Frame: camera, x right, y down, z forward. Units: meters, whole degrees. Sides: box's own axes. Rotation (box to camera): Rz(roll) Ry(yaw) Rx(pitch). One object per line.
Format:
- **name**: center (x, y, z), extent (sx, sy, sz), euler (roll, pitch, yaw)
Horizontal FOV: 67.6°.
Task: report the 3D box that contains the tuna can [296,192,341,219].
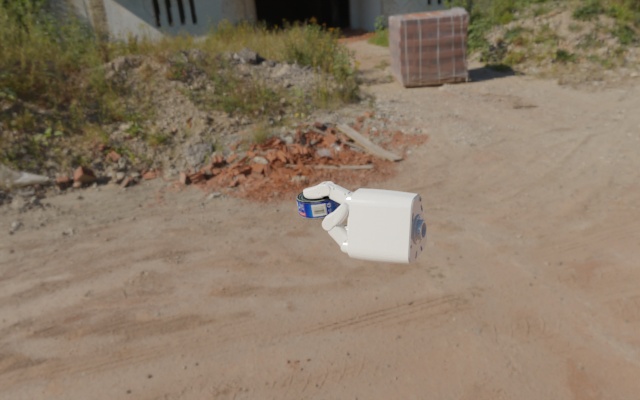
- **tuna can**: center (0.000, 0.002, 0.863), extent (0.086, 0.034, 0.086), euler (-9, 19, 3)
